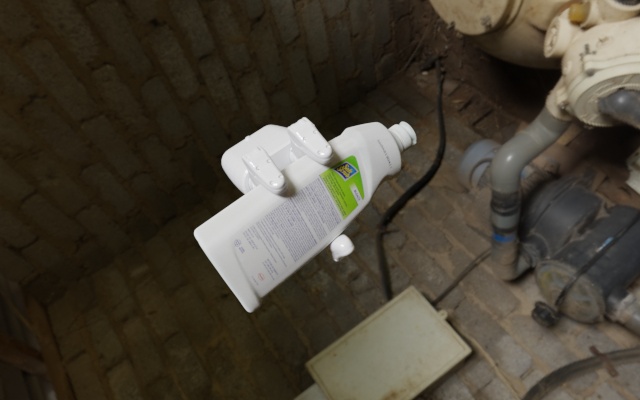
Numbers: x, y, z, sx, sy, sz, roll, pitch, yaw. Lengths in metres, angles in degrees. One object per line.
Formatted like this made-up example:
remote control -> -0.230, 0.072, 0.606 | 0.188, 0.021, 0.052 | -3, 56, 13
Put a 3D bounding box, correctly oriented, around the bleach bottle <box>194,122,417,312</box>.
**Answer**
bleach bottle -> 0.000, 0.002, 0.503 | 0.251, 0.103, 0.068 | -35, 29, -13
